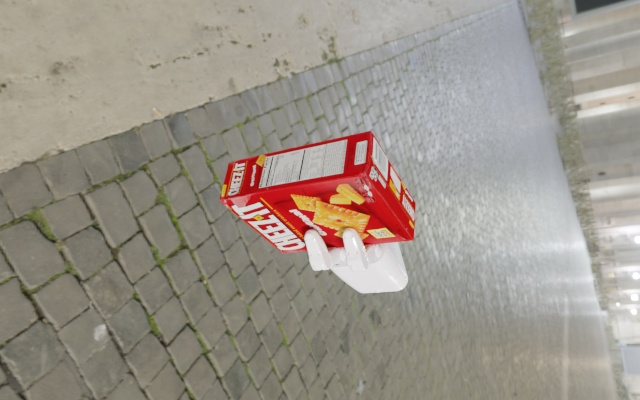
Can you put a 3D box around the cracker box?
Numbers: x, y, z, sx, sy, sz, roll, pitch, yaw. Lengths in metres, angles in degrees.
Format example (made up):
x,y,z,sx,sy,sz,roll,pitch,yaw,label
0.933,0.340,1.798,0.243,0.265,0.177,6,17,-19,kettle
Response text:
x,y,z,sx,sy,sz,roll,pitch,yaw,label
0.000,0.002,0.642,0.214,0.072,0.164,-9,-36,27,cracker box
